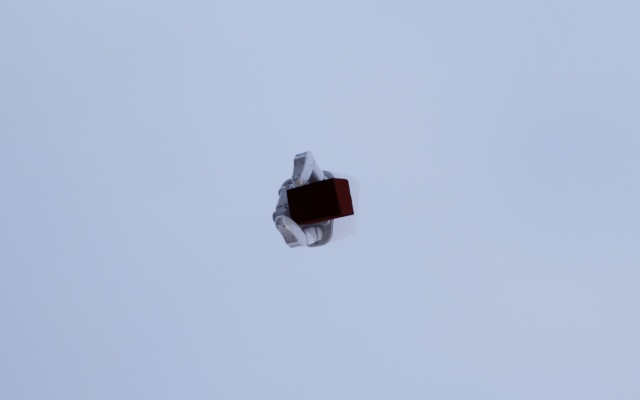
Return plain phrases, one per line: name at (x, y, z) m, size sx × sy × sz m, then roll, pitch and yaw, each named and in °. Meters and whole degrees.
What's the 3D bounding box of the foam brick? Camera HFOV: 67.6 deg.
foam brick at (0.000, 0.002, 0.664) m, size 0.078 × 0.053 × 0.051 m, roll -13°, pitch -6°, yaw 27°
